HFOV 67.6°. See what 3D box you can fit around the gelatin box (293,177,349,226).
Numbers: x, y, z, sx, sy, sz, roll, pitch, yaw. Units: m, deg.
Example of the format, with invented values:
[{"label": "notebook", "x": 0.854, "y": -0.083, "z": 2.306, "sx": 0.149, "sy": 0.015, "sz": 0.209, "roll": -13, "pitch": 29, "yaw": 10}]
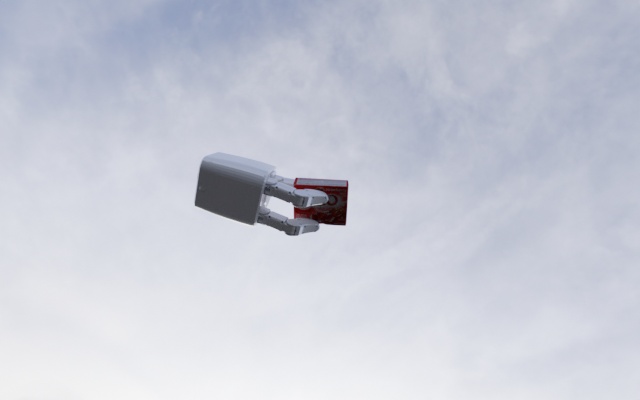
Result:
[{"label": "gelatin box", "x": 0.000, "y": 0.002, "z": 0.782, "sx": 0.089, "sy": 0.073, "sz": 0.030, "roll": 3, "pitch": 28, "yaw": 2}]
